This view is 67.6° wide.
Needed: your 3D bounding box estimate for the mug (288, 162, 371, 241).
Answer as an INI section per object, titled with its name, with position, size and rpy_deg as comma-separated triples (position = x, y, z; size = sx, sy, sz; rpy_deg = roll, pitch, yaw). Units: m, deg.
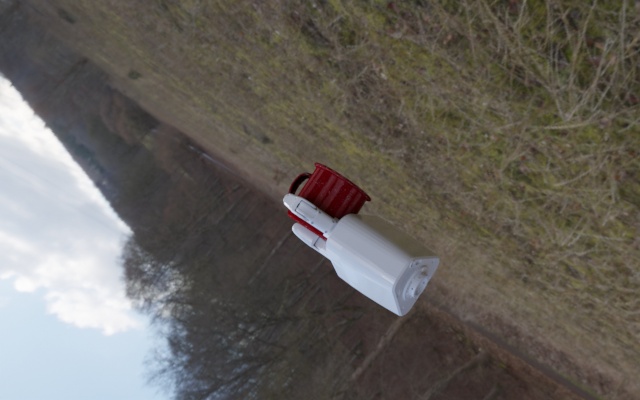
[mug]
position = -0.001, 0.002, 0.659
size = 0.117, 0.081, 0.093
rpy_deg = 31, -5, 33
